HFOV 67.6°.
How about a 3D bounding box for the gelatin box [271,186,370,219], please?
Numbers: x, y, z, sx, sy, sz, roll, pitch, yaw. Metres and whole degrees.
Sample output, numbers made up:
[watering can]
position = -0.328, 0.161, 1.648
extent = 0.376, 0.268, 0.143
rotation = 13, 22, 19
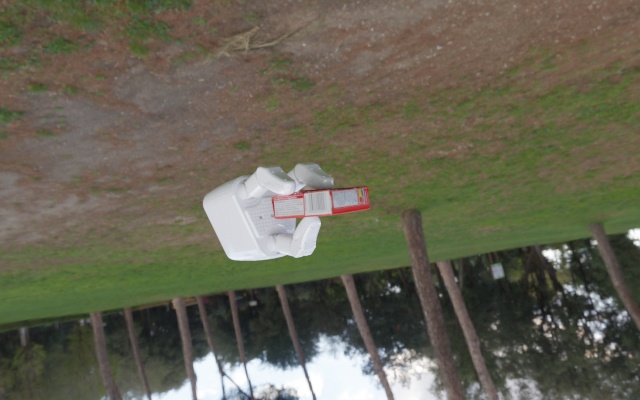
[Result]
[gelatin box]
position = 0.000, 0.002, 0.549
extent = 0.089, 0.030, 0.073
rotation = -6, 0, 40
